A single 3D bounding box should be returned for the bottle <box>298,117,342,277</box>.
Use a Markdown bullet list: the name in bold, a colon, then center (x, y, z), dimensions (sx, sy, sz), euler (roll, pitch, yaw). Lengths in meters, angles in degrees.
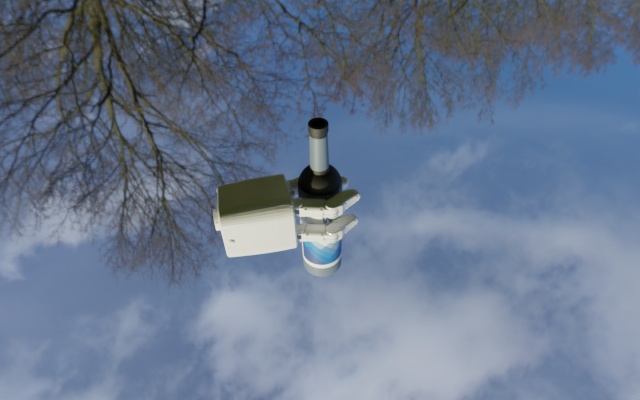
- **bottle**: center (0.000, 0.003, 0.735), dimensions (0.069, 0.296, 0.069), euler (-1, 45, 1)
